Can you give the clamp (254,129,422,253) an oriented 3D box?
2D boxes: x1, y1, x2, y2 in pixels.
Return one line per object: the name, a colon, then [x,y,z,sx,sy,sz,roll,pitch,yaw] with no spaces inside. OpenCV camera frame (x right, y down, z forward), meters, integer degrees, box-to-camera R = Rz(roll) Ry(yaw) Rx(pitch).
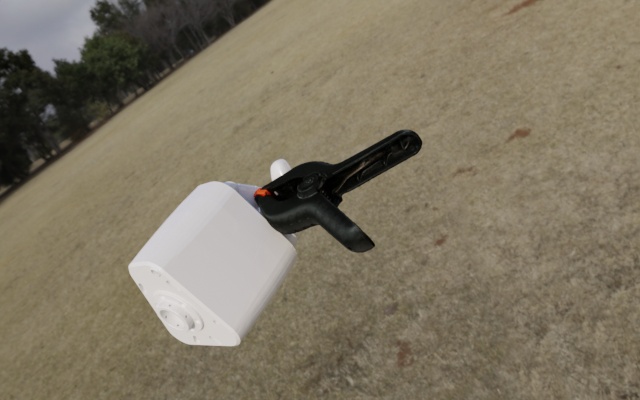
clamp: [0.000,0.001,0.413,0.171,0.039,0.120,-16,32,40]
